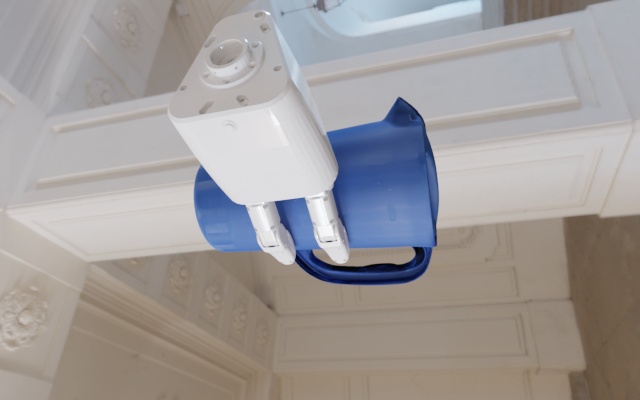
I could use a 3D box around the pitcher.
[{"bbox_3d":[0.000,0.001,0.501,0.243,0.149,0.145,-7,-30,15],"label":"pitcher"}]
